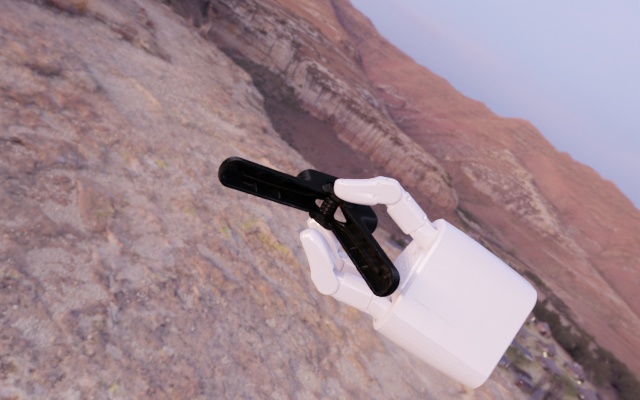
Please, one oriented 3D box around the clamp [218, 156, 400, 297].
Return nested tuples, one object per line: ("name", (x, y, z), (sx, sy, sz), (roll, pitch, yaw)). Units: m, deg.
("clamp", (0.001, 0.001, 0.447), (0.164, 0.036, 0.210), (35, 14, -1))
